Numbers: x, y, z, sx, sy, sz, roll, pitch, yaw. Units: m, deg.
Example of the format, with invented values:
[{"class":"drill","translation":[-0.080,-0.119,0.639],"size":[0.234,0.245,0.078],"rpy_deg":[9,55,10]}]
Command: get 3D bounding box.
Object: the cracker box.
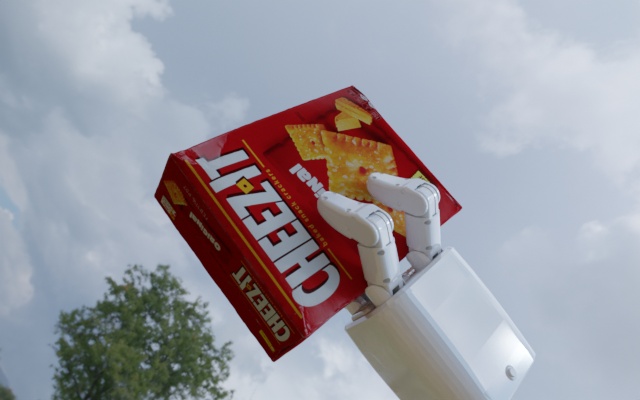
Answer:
[{"class":"cracker box","translation":[0.000,0.001,0.410],"size":[0.213,0.164,0.072],"rpy_deg":[-30,-13,-40]}]
